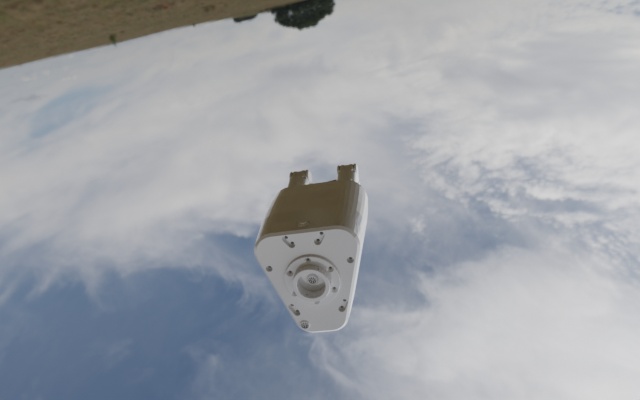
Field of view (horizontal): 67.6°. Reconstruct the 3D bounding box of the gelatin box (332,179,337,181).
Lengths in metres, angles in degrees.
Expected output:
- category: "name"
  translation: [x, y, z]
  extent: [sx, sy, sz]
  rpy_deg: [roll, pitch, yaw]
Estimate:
- category: "gelatin box"
  translation: [0.000, 0.002, 0.595]
  extent: [0.073, 0.030, 0.089]
  rpy_deg: [-13, 17, -2]
